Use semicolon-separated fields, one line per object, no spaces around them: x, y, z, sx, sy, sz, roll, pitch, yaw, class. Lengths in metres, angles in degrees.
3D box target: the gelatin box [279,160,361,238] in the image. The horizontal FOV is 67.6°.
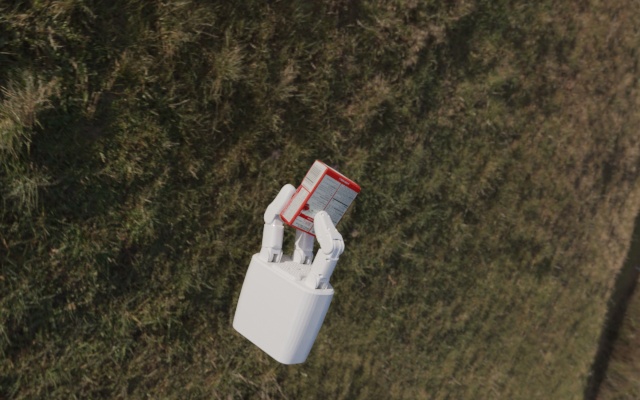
0.001;0.002;0.618;0.073;0.089;0.030;28;9;-44;gelatin box
